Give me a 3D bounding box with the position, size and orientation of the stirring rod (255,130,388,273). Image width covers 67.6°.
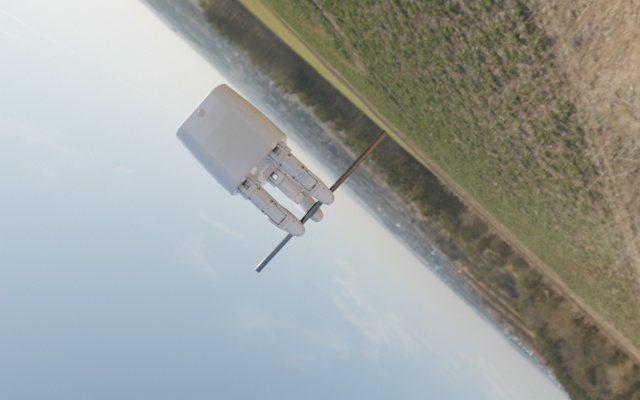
[{"bbox_3d":[0.000,0.002,0.605,0.011,0.239,0.011,43,3,-3],"label":"stirring rod"}]
